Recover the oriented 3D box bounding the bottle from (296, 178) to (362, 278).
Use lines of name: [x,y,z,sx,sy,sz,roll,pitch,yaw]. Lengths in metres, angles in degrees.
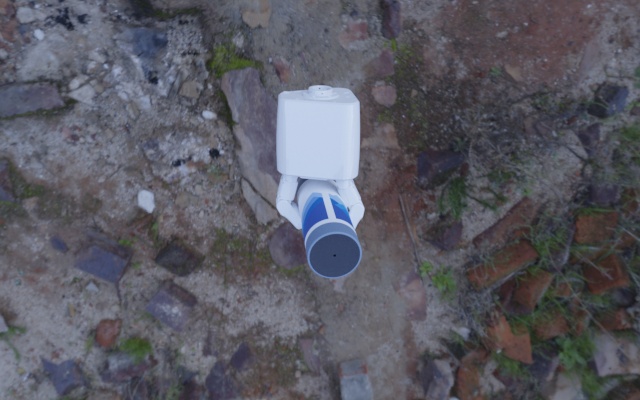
bottle: [0.000,0.002,0.704,0.069,0.069,0.295,0,26,-7]
